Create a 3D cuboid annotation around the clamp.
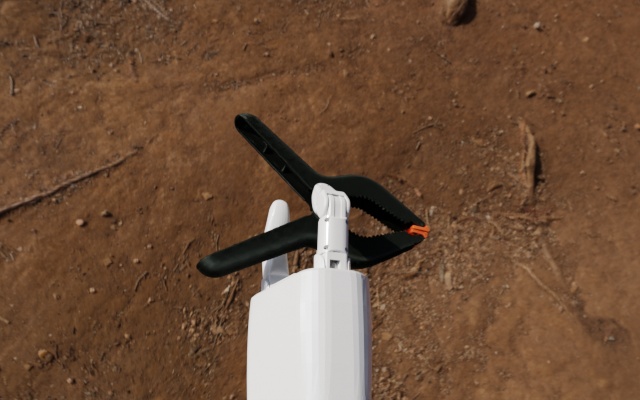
[{"bbox_3d":[0.001,0.001,0.447,0.210,0.164,0.036,8,-27,-15],"label":"clamp"}]
